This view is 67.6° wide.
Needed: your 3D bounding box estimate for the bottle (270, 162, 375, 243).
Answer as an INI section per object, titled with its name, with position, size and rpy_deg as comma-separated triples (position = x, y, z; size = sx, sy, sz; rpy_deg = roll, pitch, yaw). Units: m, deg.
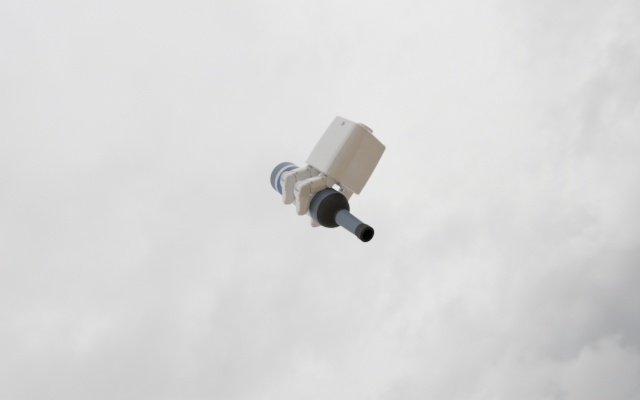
[bottle]
position = 0.000, 0.003, 0.856
size = 0.069, 0.069, 0.295
rpy_deg = 0, 20, -32
